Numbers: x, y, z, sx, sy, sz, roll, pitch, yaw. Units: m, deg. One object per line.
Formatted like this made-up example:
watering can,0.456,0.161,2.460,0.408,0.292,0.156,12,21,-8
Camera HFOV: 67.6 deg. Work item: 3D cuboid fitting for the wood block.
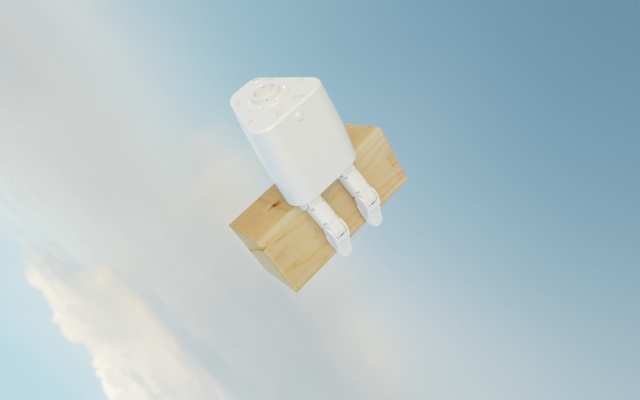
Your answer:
wood block,0.000,0.002,0.608,0.206,0.090,0.091,-44,31,-16
